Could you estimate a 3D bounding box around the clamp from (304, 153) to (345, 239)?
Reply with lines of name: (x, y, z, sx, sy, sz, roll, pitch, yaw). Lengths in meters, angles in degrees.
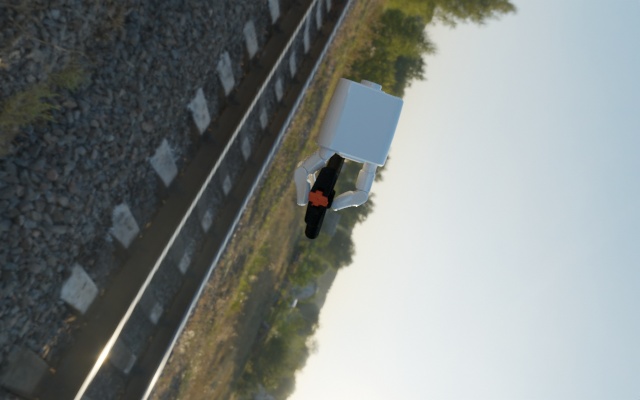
clamp: (0.001, 0.003, 0.757, 0.036, 0.164, 0.210, 18, 10, 3)
